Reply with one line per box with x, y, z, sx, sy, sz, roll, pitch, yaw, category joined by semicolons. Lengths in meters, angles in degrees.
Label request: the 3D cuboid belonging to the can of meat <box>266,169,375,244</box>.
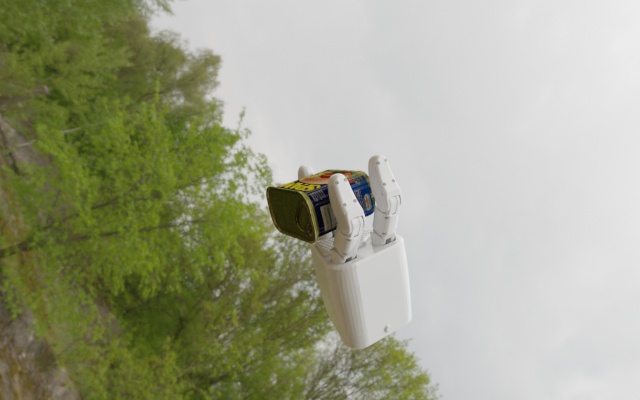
0.000;0.002;0.533;0.084;0.057;0.102;-20;16;-28;can of meat
